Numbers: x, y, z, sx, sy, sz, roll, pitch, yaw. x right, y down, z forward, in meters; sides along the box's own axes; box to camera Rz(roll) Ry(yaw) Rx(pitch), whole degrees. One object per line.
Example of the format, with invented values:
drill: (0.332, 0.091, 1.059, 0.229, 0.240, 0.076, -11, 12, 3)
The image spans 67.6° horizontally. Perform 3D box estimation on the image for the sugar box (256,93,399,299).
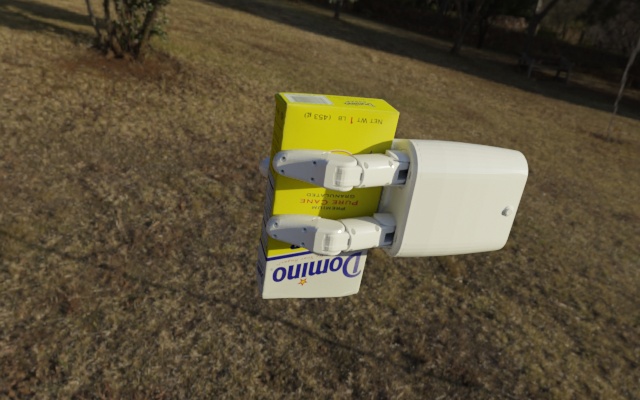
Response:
sugar box: (0.000, 0.001, 0.405, 0.093, 0.176, 0.048, 1, 25, -16)
